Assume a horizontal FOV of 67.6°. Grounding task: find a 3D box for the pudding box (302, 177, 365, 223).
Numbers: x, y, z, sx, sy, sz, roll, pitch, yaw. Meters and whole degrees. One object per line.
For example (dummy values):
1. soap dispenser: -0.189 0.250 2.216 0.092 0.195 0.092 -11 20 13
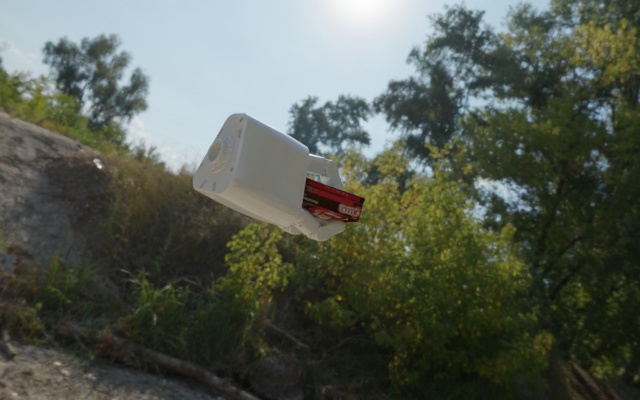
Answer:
1. pudding box: 0.000 0.002 0.671 0.090 0.039 0.113 20 -7 -14
